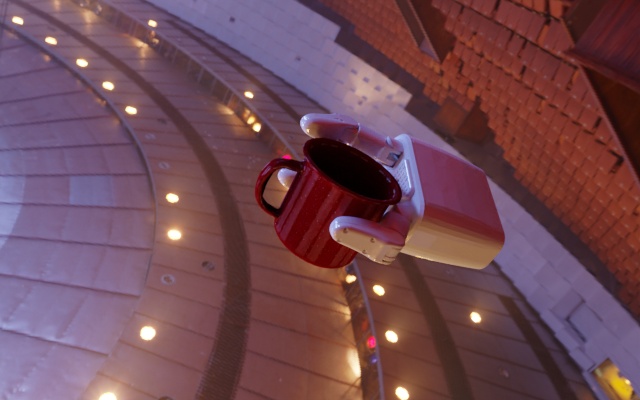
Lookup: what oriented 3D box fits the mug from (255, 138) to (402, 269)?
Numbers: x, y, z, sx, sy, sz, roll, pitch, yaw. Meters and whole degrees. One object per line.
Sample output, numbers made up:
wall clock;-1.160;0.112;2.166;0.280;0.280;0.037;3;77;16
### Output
mug;-0.001;0.001;0.411;0.117;0.081;0.093;17;30;-23
